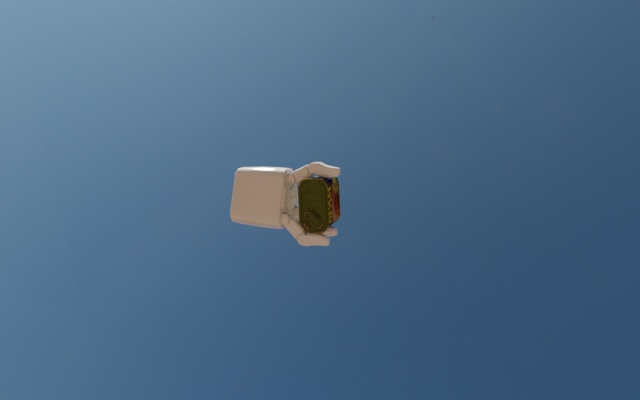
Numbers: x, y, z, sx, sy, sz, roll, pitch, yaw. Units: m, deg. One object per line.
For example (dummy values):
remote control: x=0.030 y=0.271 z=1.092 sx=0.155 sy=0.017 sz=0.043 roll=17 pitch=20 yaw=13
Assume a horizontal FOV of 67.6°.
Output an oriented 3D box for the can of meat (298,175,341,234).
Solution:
can of meat: x=0.000 y=0.003 z=0.898 sx=0.057 sy=0.102 sz=0.084 roll=2 pitch=11 yaw=19
